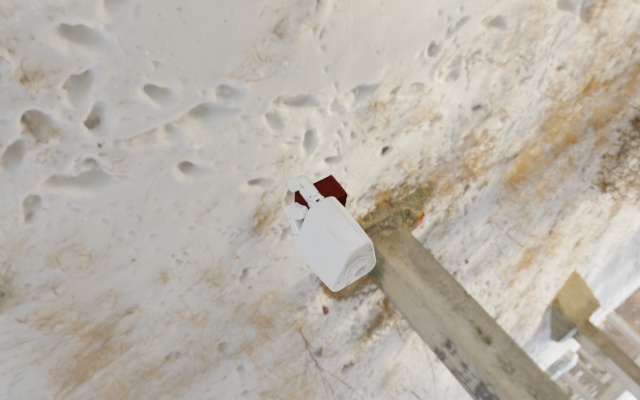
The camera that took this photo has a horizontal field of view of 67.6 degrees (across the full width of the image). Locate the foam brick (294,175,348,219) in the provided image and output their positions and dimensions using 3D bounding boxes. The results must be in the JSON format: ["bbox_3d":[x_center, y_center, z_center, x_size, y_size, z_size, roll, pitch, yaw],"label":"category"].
[{"bbox_3d":[0.000,0.002,0.818,0.078,0.051,0.053,-27,-33,-24],"label":"foam brick"}]
